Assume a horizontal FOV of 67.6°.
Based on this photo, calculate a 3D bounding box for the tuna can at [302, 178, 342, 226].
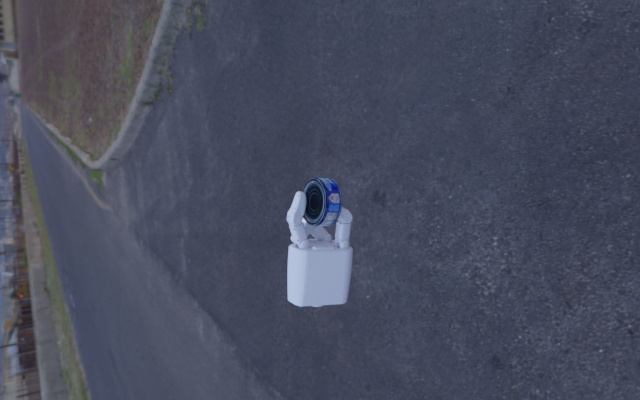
[{"bbox_3d":[0.000,0.003,0.836,0.034,0.086,0.086,2,-1,-33],"label":"tuna can"}]
